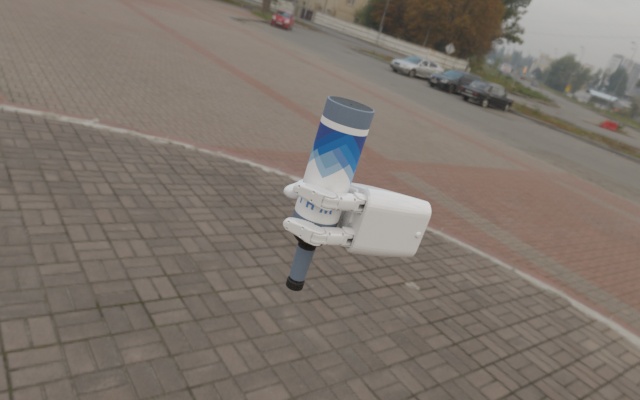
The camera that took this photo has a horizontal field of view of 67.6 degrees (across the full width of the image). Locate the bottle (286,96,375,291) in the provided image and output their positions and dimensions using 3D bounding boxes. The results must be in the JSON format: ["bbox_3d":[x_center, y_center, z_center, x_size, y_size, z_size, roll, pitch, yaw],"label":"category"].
[{"bbox_3d":[0.000,0.002,0.689,0.069,0.296,0.069,15,21,-6],"label":"bottle"}]
